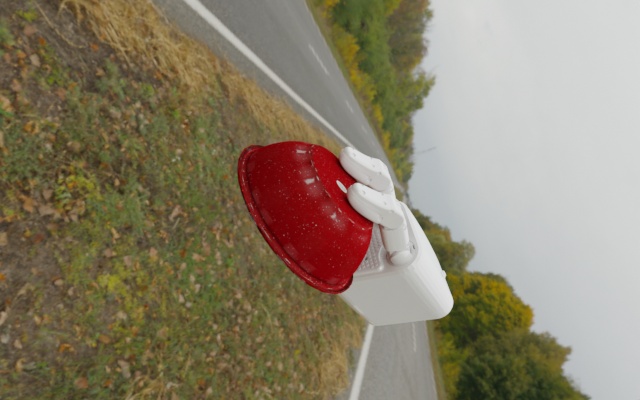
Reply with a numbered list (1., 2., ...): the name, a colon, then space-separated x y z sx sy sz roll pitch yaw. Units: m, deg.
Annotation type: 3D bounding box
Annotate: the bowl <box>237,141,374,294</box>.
1. bowl: 0.000 0.001 0.437 0.055 0.162 0.162 -35 -14 21
